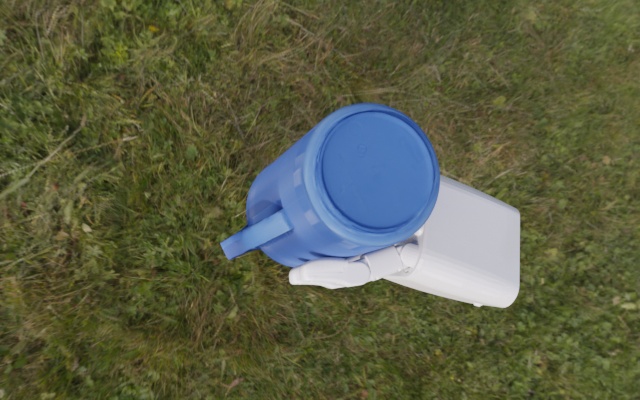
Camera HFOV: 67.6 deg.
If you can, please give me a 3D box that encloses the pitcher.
[{"bbox_3d":[0.000,0.001,0.452,0.145,0.149,0.243,20,-13,-11],"label":"pitcher"}]
